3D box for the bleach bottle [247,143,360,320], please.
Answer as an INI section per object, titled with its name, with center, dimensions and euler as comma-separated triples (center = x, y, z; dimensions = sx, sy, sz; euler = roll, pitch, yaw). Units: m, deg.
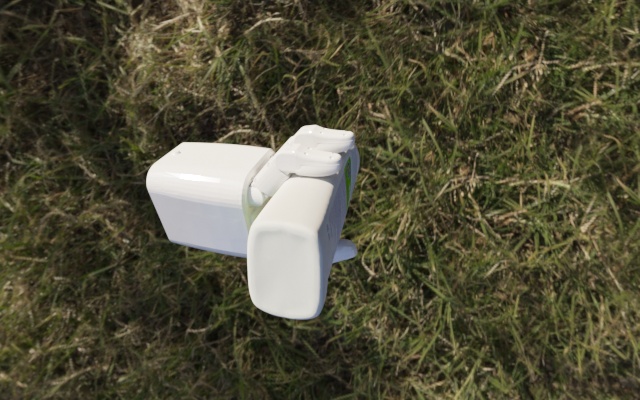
[bleach bottle]
center = 0.000, 0.002, 0.495
dimensions = 0.068, 0.103, 0.250
euler = 8, 29, 11
